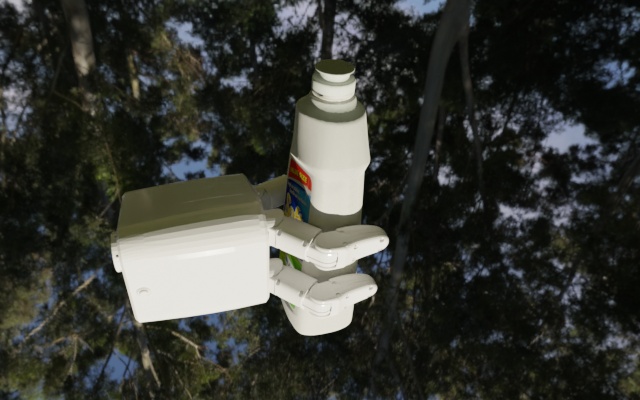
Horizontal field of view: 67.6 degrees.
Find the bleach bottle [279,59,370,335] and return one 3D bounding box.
[{"bbox_3d":[0.000,0.001,0.413,0.068,0.251,0.102,-8,39,-16],"label":"bleach bottle"}]
